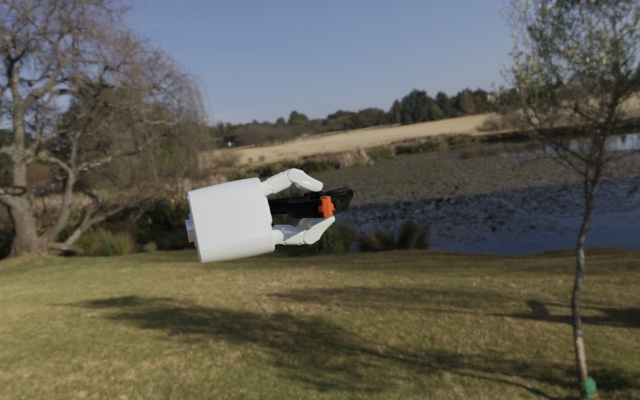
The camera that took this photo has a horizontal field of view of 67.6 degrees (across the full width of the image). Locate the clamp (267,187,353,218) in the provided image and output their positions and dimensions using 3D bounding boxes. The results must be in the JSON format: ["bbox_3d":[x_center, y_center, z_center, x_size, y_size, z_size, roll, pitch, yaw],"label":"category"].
[{"bbox_3d":[0.000,0.002,0.740,0.164,0.036,0.210,-11,5,-16],"label":"clamp"}]
